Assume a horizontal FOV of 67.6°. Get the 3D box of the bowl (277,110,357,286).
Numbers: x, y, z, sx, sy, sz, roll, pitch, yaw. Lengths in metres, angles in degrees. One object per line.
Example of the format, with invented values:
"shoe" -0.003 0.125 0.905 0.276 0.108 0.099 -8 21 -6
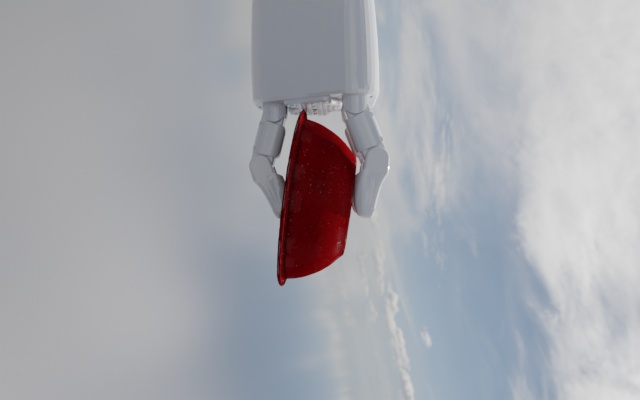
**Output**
"bowl" 0.000 0.003 0.440 0.055 0.162 0.162 8 0 2
